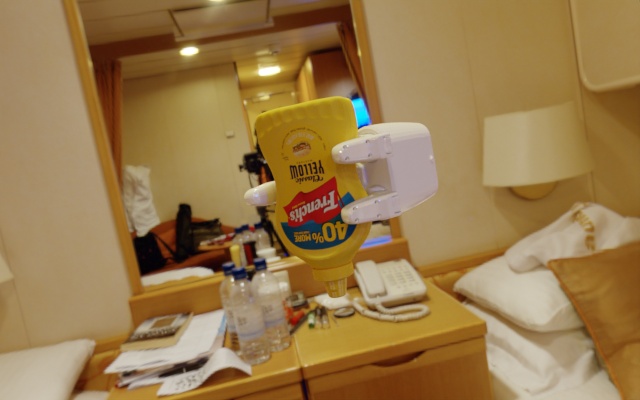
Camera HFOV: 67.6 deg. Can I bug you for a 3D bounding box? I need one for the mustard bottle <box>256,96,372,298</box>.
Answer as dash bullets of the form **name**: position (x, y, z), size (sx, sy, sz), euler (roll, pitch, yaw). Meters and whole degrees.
- **mustard bottle**: position (0.000, 0.001, 0.470), size (0.096, 0.191, 0.058), euler (-9, 6, 17)
